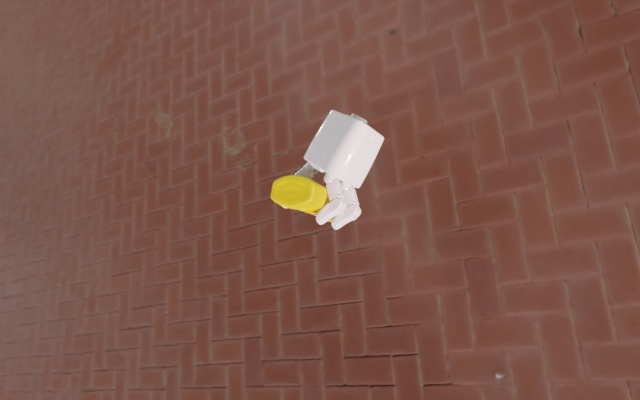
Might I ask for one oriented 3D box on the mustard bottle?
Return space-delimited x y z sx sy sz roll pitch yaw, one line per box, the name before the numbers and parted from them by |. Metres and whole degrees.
mustard bottle | 0.000 0.003 0.894 0.096 0.058 0.192 3 -11 34
